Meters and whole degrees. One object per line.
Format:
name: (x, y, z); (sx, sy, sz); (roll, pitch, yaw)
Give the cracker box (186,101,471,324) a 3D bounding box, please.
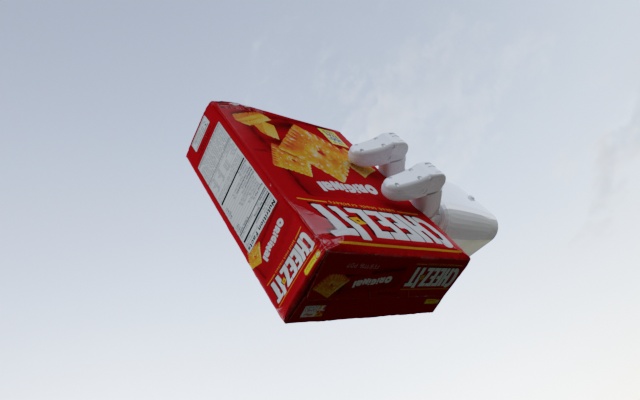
cracker box: (0.000, 0.001, 0.416); (0.164, 0.072, 0.213); (7, 30, -40)
